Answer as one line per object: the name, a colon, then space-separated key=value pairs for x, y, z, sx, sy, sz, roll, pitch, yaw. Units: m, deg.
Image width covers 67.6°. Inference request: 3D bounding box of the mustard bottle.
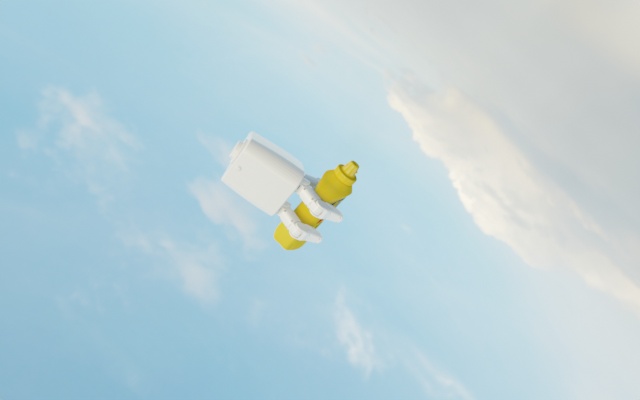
mustard bottle: x=0.000 y=0.003 z=0.830 sx=0.192 sy=0.058 sz=0.096 roll=-48 pitch=-9 yaw=26
